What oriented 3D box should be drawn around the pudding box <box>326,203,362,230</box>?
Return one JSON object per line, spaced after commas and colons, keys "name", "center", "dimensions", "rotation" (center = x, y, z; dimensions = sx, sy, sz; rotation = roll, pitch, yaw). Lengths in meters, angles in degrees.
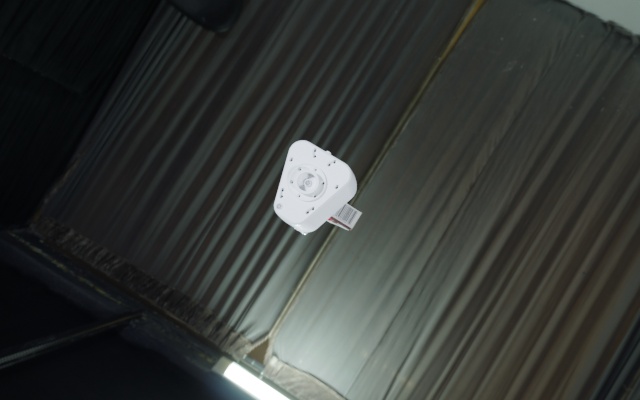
{"name": "pudding box", "center": [0.000, 0.003, 0.785], "dimensions": [0.113, 0.039, 0.090], "rotation": [34, -6, -19]}
